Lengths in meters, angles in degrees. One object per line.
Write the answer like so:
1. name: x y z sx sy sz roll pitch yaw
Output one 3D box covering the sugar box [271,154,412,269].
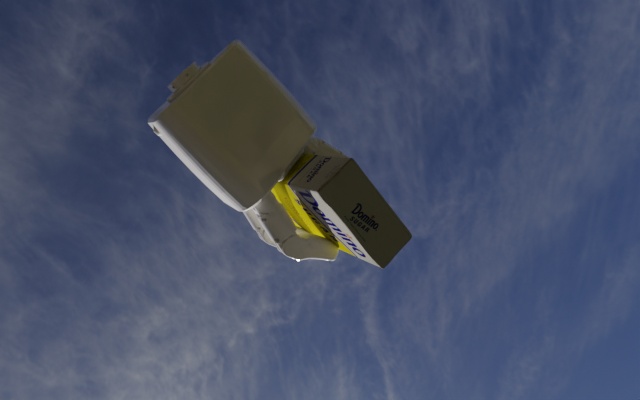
1. sugar box: 0.000 0.002 0.454 0.048 0.093 0.176 -45 23 -11
